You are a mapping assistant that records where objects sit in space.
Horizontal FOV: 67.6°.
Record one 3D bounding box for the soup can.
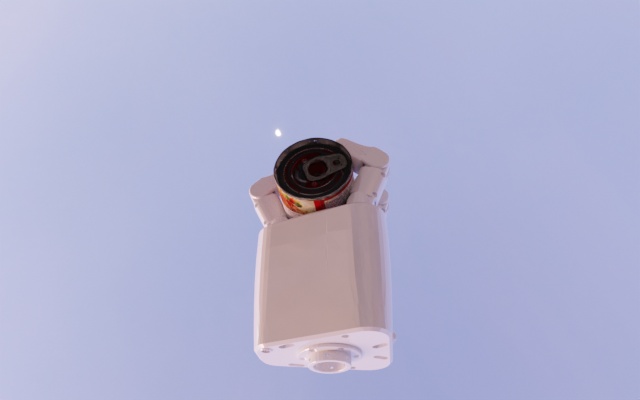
[{"bbox_3d":[0.000,0.001,0.442,0.068,0.068,0.102,0,-36,9],"label":"soup can"}]
